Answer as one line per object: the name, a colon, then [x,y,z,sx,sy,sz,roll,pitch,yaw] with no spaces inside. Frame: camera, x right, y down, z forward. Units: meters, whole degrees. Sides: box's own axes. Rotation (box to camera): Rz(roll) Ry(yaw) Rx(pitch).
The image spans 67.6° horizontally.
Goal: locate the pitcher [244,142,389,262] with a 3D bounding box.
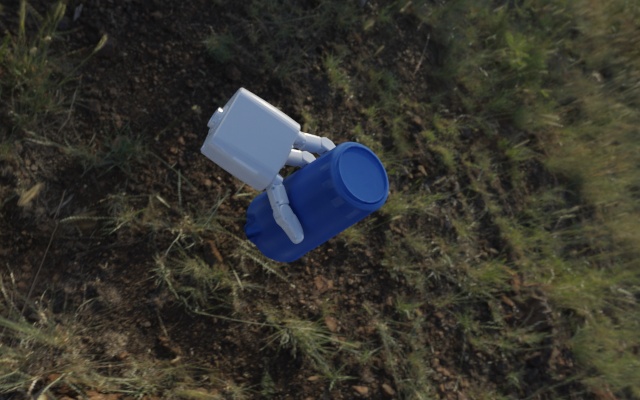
pitcher: [0.000,0.002,0.767,0.145,0.149,0.243,35,-38,-19]
